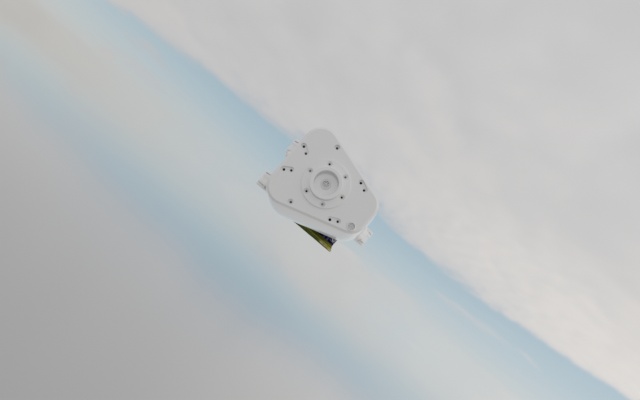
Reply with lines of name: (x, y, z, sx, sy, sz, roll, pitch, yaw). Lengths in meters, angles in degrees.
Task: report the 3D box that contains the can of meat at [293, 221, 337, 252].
can of meat: (0.000, 0.002, 0.620, 0.102, 0.084, 0.057, 40, -5, 7)
